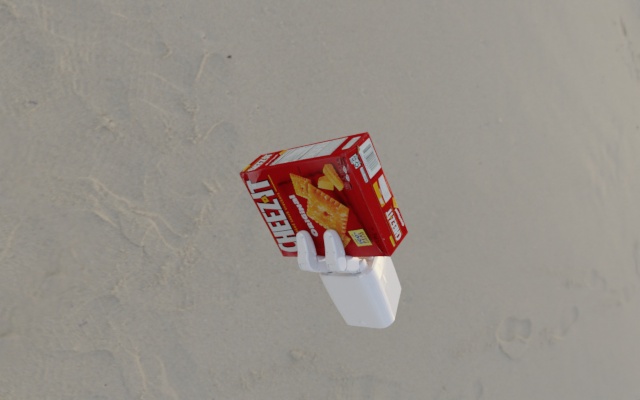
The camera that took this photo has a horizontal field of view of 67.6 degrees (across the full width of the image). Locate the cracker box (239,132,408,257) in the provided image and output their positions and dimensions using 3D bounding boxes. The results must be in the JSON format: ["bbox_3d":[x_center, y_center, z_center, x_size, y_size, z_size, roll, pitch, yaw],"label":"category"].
[{"bbox_3d":[0.000,0.002,0.707,0.214,0.164,0.072,-6,27,41],"label":"cracker box"}]
